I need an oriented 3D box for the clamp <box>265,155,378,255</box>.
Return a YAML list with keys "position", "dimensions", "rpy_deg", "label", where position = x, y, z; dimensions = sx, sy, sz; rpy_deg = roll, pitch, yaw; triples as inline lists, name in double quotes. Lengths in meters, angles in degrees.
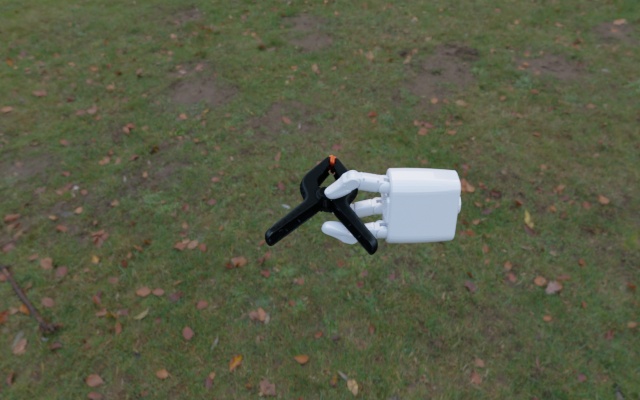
- position: [0.000, 0.002, 0.756]
  dimensions: [0.164, 0.036, 0.209]
  rpy_deg: [1, 43, -1]
  label: "clamp"
